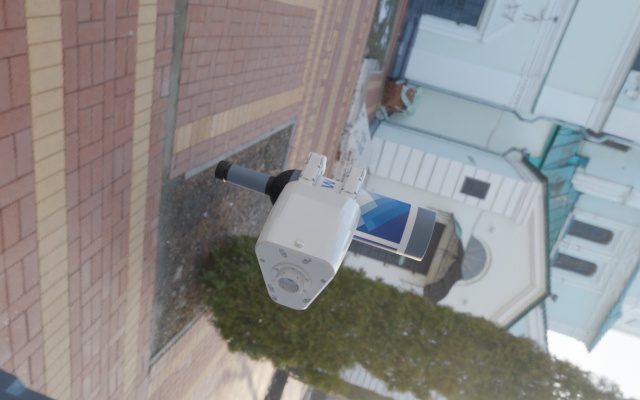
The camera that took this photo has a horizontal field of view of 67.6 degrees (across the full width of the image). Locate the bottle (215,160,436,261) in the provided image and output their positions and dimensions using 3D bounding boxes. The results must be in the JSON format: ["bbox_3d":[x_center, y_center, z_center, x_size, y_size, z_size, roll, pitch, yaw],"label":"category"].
[{"bbox_3d":[0.000,0.002,0.636,0.295,0.069,0.069,18,2,7],"label":"bottle"}]
